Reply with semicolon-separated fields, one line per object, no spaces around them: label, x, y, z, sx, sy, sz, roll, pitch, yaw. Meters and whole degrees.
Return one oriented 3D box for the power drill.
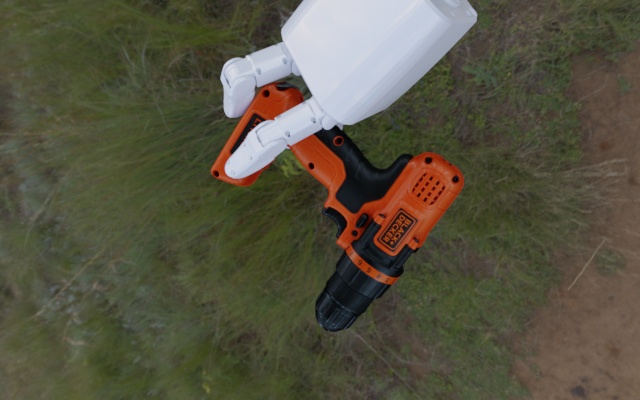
power drill;0.000;0.001;0.420;0.187;0.184;0.057;36;14;5
